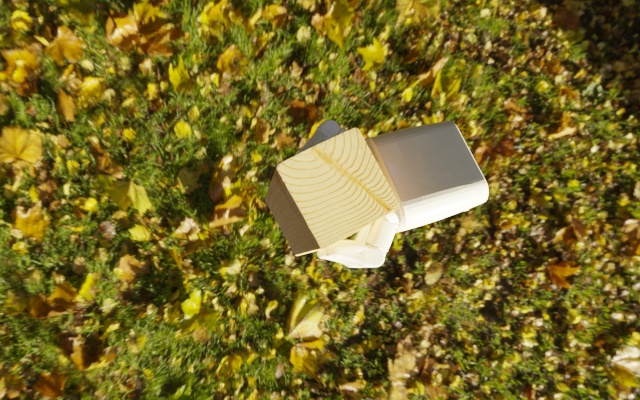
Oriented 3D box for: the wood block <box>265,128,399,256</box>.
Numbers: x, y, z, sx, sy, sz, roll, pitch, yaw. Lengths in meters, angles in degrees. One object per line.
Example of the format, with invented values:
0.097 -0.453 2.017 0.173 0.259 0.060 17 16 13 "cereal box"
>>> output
0.000 0.001 0.542 0.090 0.091 0.206 -28 -3 -12 "wood block"
